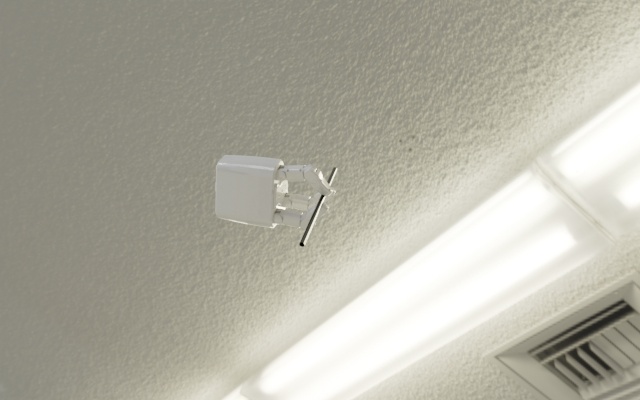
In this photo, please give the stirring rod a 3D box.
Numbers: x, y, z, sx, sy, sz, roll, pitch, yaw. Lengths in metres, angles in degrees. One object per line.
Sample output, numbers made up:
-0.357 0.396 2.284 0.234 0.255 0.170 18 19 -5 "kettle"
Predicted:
0.000 0.003 0.788 0.011 0.011 0.239 0 31 15 "stirring rod"
